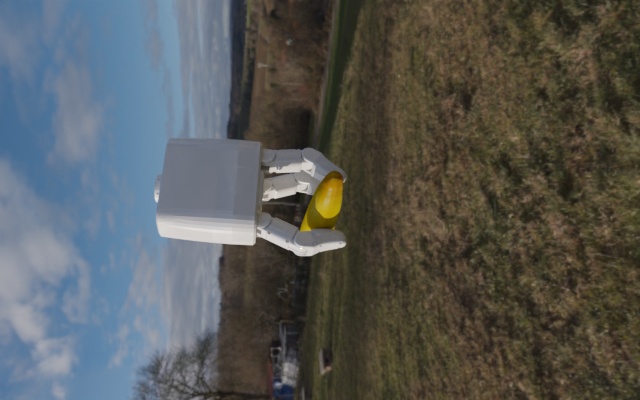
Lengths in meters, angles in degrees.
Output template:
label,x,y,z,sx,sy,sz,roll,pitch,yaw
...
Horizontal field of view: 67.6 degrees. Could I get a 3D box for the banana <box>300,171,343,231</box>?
label,x,y,z,sx,sy,sz,roll,pitch,yaw
banana,-0.003,0.021,0.581,0.037,0.069,0.198,9,-13,-4
